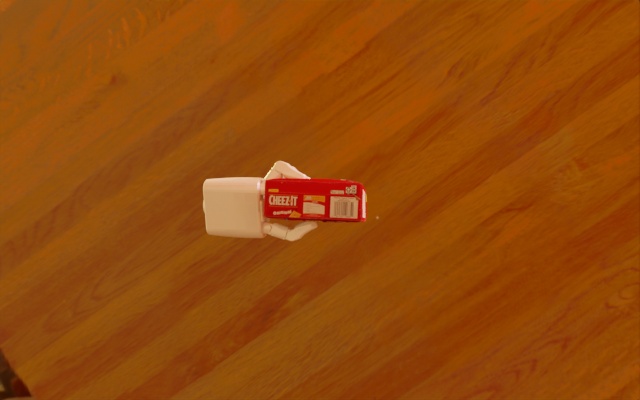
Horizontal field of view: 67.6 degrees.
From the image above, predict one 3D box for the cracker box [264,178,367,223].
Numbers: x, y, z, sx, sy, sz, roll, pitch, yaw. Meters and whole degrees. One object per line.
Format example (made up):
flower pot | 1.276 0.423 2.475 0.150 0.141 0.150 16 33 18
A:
cracker box | 0.000 0.003 0.876 0.164 0.072 0.214 2 -2 7
